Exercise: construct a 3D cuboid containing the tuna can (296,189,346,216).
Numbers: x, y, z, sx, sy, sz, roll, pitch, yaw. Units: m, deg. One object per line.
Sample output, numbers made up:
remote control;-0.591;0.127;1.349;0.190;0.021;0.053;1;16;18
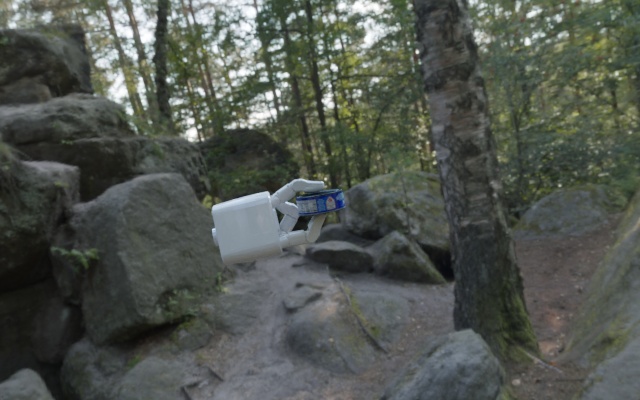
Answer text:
tuna can;0.000;0.002;0.850;0.086;0.034;0.086;-10;6;1
